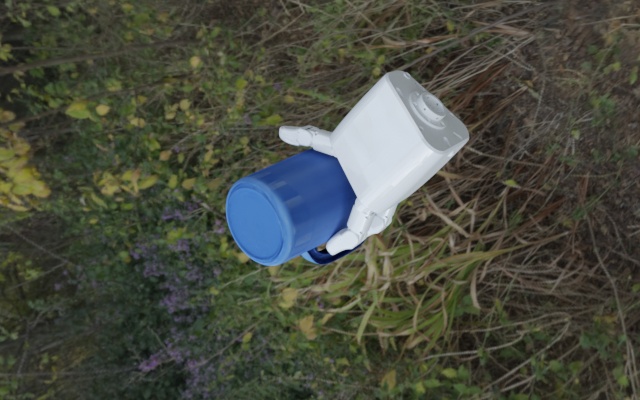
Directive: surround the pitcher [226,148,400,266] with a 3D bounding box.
[{"bbox_3d":[0.000,0.002,0.628,0.242,0.149,0.145,-26,-13,-47],"label":"pitcher"}]
